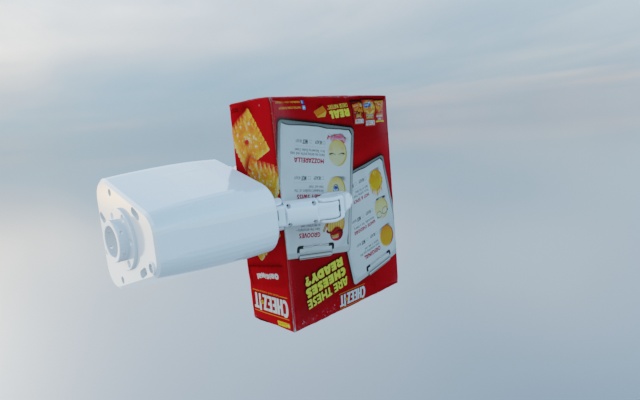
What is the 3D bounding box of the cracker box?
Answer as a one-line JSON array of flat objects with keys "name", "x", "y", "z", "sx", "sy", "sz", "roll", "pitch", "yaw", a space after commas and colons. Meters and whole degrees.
[{"name": "cracker box", "x": 0.000, "y": 0.001, "z": 0.496, "sx": 0.164, "sy": 0.214, "sz": 0.072, "roll": -13, "pitch": 12, "yaw": -43}]
